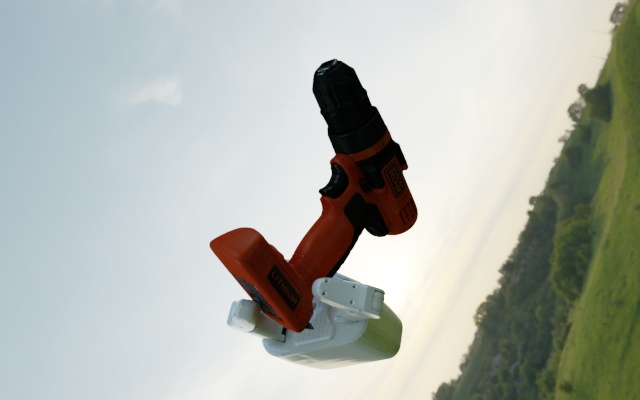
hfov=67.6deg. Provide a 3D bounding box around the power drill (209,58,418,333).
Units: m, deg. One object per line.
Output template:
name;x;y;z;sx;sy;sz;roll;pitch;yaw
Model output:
power drill;0.000;0.002;0.407;0.187;0.184;0.057;-45;33;-23
